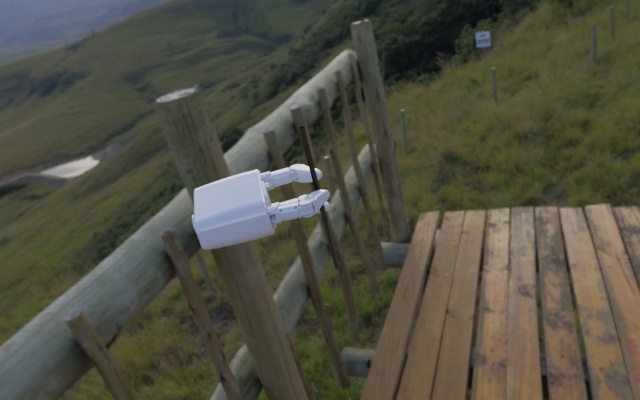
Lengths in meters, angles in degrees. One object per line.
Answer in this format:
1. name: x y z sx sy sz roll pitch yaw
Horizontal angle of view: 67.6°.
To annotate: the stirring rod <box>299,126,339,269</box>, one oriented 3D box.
1. stirring rod: 0.000 0.003 0.727 0.011 0.240 0.011 -12 24 5
